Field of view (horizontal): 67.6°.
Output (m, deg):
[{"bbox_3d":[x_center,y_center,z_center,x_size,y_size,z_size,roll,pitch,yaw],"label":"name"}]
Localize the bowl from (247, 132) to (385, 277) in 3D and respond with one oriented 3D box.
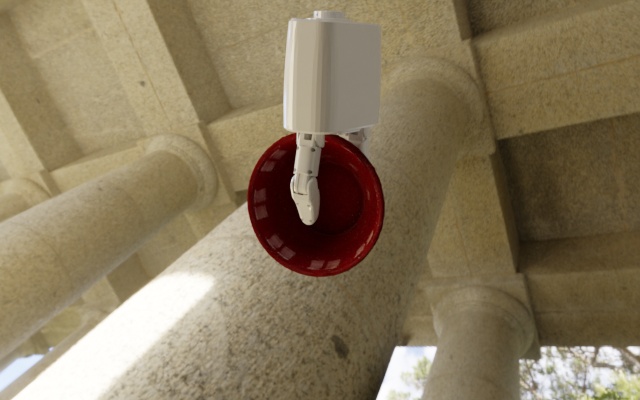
[{"bbox_3d":[0.000,0.003,0.542,0.162,0.162,0.055,0,7,22],"label":"bowl"}]
